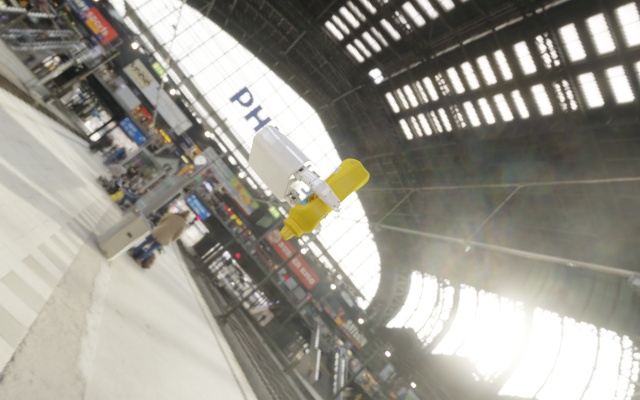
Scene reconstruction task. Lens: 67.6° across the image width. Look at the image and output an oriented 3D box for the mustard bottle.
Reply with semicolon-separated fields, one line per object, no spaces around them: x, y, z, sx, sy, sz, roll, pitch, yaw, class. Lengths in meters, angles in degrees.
0.001;0.003;0.885;0.191;0.058;0.096;-42;11;-14;mustard bottle
